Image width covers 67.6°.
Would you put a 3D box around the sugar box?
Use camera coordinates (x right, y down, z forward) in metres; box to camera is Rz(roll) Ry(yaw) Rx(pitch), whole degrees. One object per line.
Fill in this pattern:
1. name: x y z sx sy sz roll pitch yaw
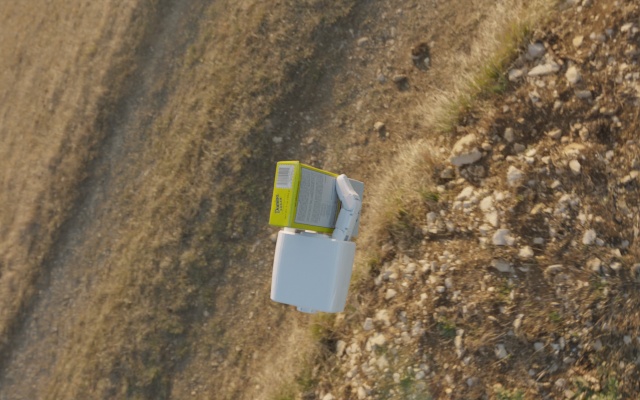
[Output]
1. sugar box: 0.000 0.002 0.728 0.048 0.093 0.176 5 -5 34
